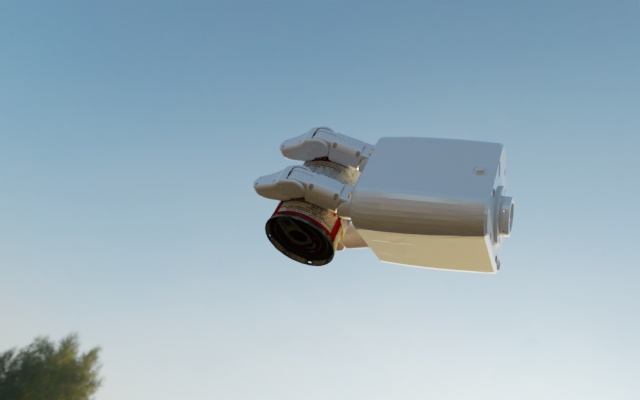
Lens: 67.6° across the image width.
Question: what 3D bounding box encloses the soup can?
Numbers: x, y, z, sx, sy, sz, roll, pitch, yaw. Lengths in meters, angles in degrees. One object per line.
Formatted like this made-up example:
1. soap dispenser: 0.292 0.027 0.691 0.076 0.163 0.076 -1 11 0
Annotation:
1. soup can: 0.000 0.001 0.454 0.068 0.102 0.069 18 -38 14
